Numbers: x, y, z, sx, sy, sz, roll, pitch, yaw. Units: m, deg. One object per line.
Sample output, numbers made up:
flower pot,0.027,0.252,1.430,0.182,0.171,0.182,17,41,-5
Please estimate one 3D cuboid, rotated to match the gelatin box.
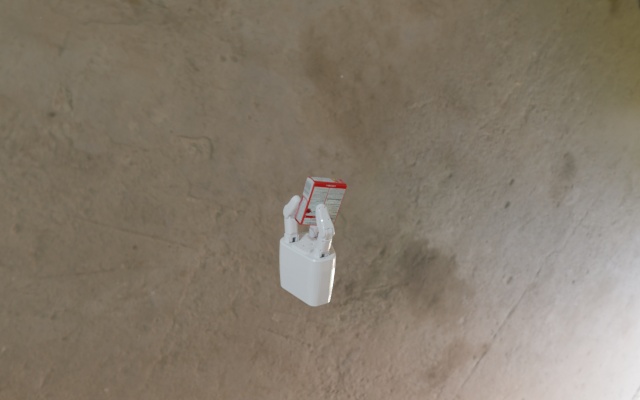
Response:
gelatin box,0.000,0.003,0.867,0.073,0.089,0.030,3,26,-33
